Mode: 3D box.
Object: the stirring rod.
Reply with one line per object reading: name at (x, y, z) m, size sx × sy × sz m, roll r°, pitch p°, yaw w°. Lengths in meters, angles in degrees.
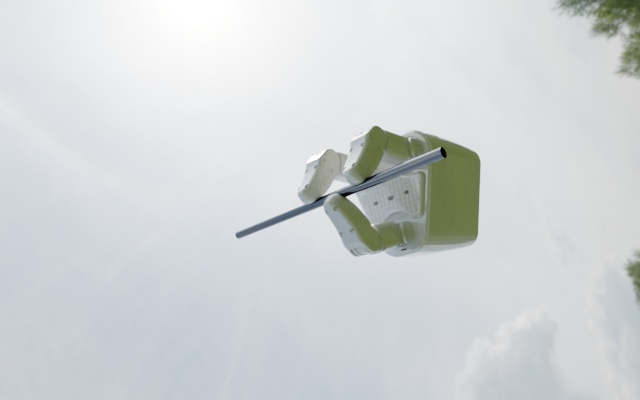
stirring rod at (0.000, 0.001, 0.403) m, size 0.011 × 0.011 × 0.239 m, roll 0°, pitch -16°, yaw -46°
